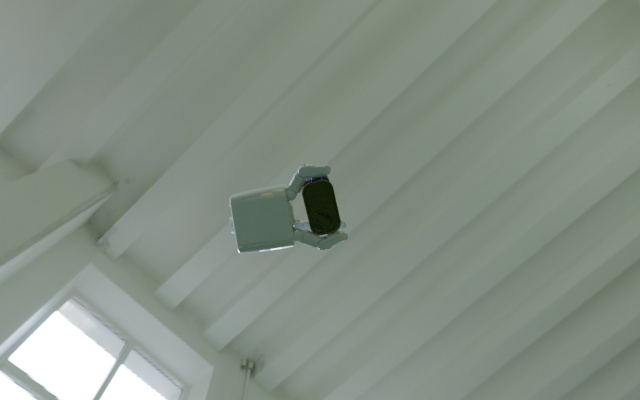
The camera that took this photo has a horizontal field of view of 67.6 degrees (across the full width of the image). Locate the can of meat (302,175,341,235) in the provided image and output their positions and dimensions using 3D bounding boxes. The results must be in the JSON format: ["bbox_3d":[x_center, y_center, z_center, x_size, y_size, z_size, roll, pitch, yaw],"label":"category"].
[{"bbox_3d":[0.000,0.003,0.899,0.057,0.102,0.084,-13,16,1],"label":"can of meat"}]
